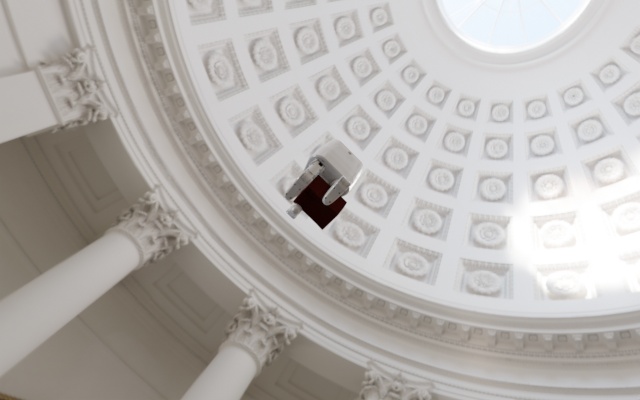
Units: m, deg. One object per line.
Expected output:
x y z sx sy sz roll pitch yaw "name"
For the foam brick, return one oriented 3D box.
0.000 0.003 0.886 0.053 0.078 0.051 -43 4 36 "foam brick"
